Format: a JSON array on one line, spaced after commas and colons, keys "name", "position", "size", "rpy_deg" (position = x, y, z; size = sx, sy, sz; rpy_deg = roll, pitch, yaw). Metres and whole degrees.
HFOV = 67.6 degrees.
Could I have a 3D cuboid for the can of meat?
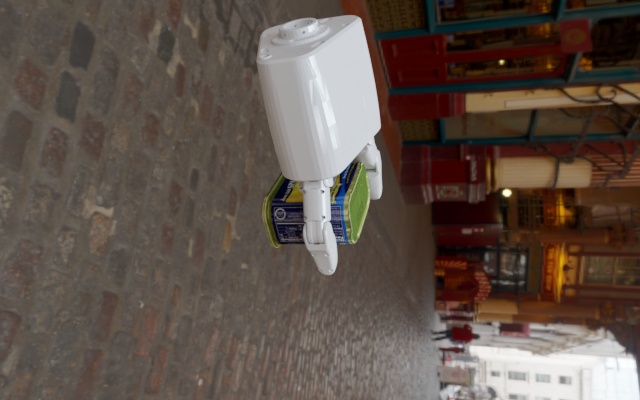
[{"name": "can of meat", "position": [0.000, 0.002, 0.481], "size": [0.084, 0.057, 0.102], "rpy_deg": [-2, 31, 18]}]
